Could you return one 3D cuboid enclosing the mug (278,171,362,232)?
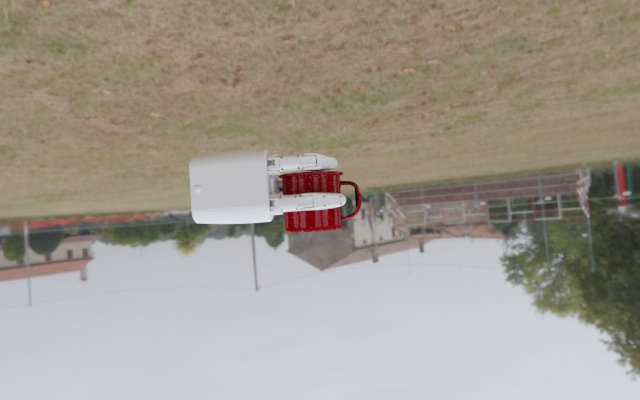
[{"bbox_3d":[0.002,0.002,0.681,0.117,0.081,0.093,-3,-1,5],"label":"mug"}]
